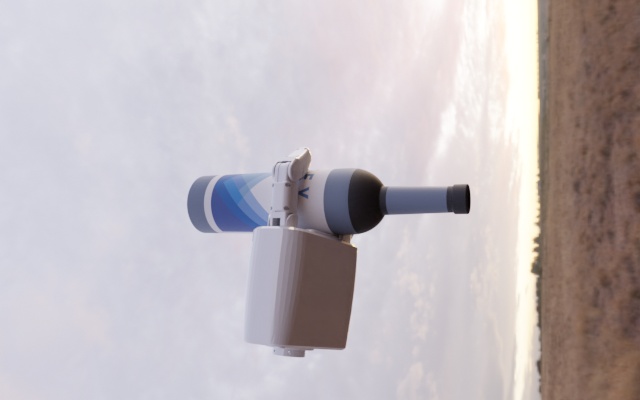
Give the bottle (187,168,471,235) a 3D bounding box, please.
[{"bbox_3d":[0.000,0.002,0.491,0.296,0.069,0.069,-1,-1,25],"label":"bottle"}]
